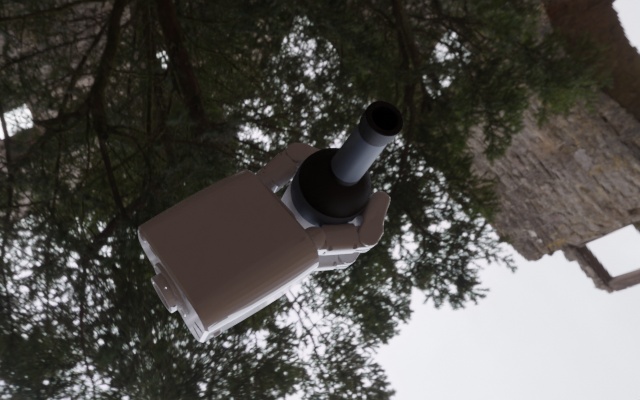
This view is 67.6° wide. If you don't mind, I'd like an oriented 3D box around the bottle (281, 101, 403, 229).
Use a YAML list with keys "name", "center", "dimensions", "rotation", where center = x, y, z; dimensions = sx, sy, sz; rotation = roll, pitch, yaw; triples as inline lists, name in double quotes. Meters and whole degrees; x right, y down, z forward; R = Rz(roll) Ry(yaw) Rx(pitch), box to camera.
- name: "bottle"
  center: [0.000, 0.002, 0.445]
  dimensions: [0.069, 0.069, 0.296]
  rotation: [0, -23, -18]
